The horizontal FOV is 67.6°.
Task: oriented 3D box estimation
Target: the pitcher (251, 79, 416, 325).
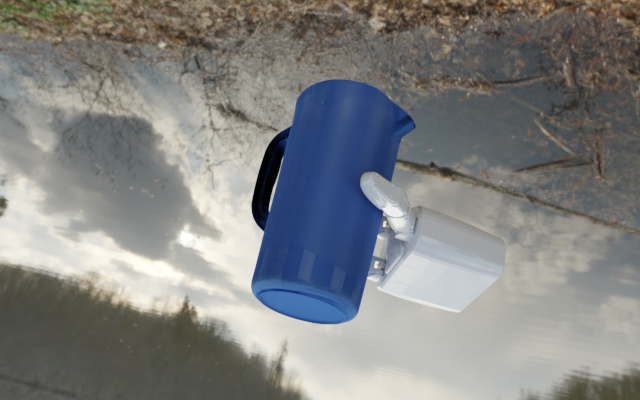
[{"bbox_3d":[0.000,0.002,0.520,0.145,0.242,0.149,21,-29,-10],"label":"pitcher"}]
